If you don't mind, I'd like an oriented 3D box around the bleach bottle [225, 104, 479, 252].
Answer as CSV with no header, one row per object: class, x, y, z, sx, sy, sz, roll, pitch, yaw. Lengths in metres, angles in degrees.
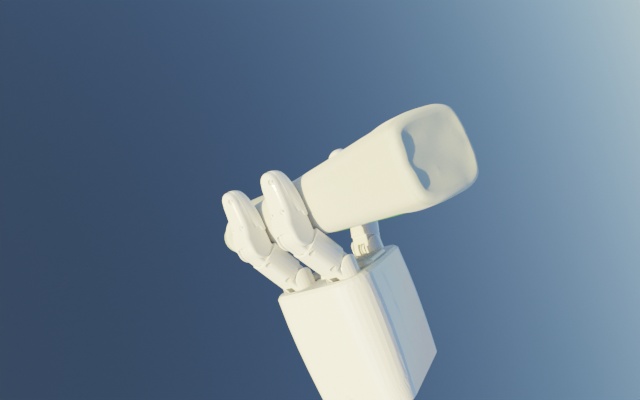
bleach bottle,0.000,0.001,0.415,0.251,0.068,0.102,-24,-1,45
